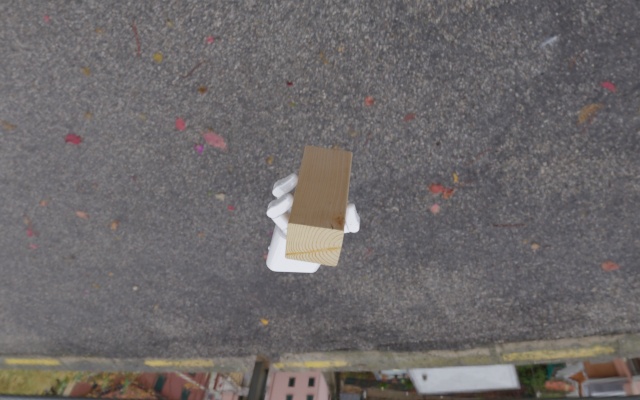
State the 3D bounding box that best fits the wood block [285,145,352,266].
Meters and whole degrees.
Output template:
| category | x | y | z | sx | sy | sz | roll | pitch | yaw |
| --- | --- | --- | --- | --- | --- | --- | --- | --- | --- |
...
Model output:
| category | x | y | z | sx | sy | sz | roll | pitch | yaw |
| --- | --- | --- | --- | --- | --- | --- | --- | --- | --- |
| wood block | 0.000 | 0.003 | 0.840 | 0.091 | 0.090 | 0.206 | 9 | 43 | 0 |
